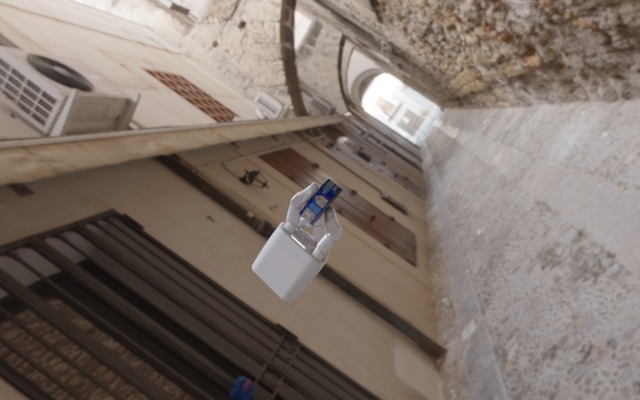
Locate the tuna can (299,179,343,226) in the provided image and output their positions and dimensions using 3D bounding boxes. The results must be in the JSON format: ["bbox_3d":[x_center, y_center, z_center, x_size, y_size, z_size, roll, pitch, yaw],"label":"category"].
[{"bbox_3d":[0.000,0.002,0.852,0.034,0.086,0.086,40,1,2],"label":"tuna can"}]
